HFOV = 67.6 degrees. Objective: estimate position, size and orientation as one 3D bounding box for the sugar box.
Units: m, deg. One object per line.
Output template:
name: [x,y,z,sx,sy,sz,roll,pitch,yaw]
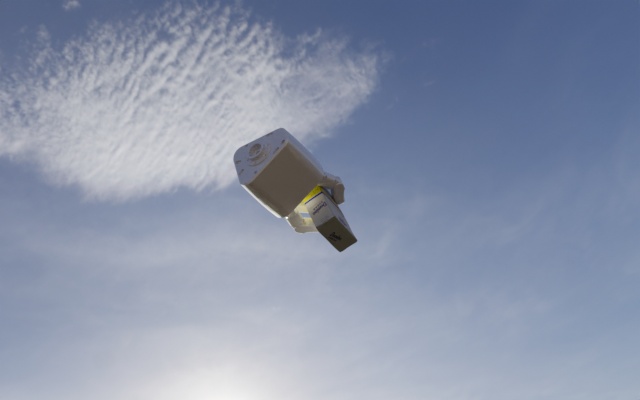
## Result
sugar box: [0.000,0.003,0.868,0.048,0.176,0.093,-33,-44,10]
